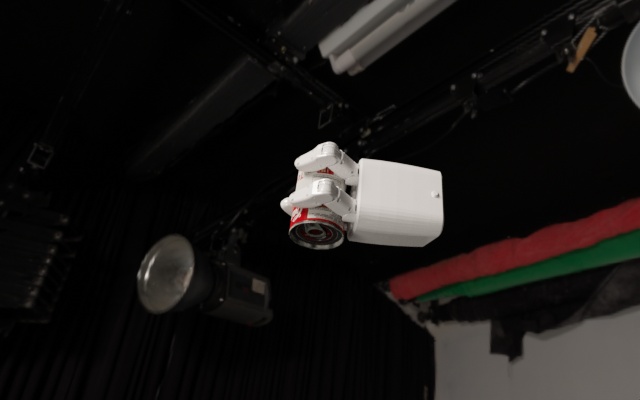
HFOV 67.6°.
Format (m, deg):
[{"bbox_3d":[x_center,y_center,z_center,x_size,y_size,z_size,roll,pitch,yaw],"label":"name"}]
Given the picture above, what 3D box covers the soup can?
[{"bbox_3d":[0.000,0.002,0.611,0.068,0.102,0.068,5,-32,3],"label":"soup can"}]
